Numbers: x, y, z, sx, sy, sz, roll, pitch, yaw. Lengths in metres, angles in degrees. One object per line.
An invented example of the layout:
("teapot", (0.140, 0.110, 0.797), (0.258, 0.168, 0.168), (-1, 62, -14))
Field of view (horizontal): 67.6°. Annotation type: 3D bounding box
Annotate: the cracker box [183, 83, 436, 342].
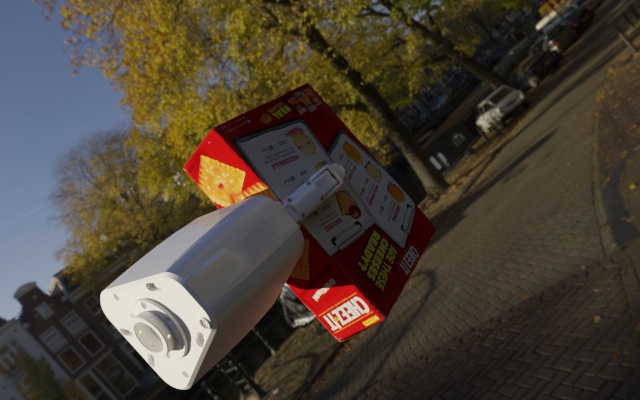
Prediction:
("cracker box", (0.000, 0.001, 0.471), (0.072, 0.213, 0.164), (-40, 2, 38))
